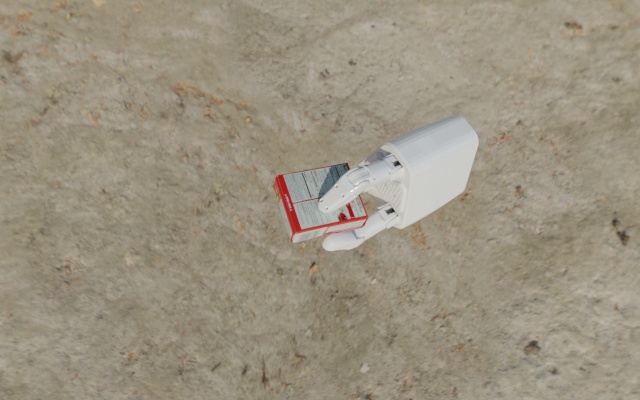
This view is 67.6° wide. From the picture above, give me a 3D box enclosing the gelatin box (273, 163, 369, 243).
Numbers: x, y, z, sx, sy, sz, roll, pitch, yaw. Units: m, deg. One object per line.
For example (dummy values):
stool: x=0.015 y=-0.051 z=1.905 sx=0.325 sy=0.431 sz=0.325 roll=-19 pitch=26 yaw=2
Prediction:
gelatin box: x=0.000 y=0.002 z=0.531 sx=0.089 sy=0.073 sz=0.030 roll=-11 pitch=-25 yaw=-19
